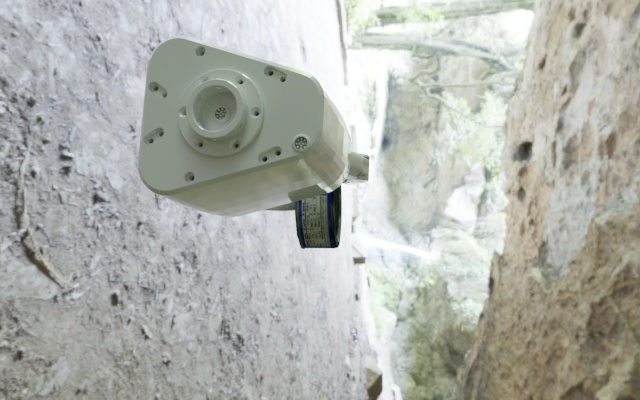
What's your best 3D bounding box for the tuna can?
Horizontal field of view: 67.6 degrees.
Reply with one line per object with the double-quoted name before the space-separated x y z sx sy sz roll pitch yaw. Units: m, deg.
"tuna can" 0.001 0.001 0.435 0.034 0.086 0.086 0 0 7
